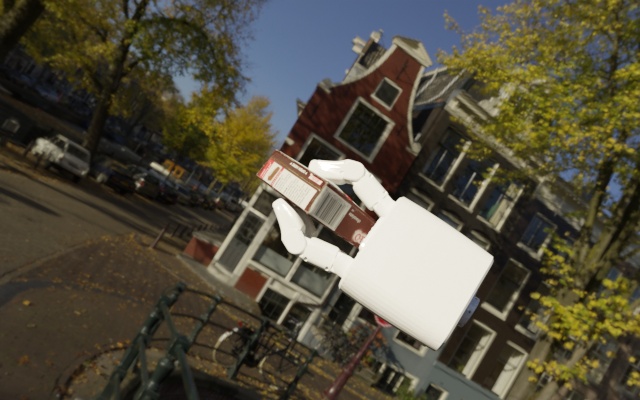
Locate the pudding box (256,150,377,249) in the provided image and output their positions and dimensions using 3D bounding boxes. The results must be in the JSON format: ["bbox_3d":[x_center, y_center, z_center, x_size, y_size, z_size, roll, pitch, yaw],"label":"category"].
[{"bbox_3d":[0.000,0.002,0.497,0.090,0.039,0.113,33,-4,42],"label":"pudding box"}]
